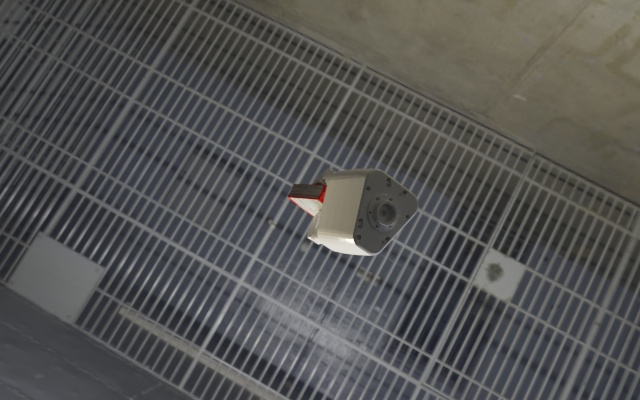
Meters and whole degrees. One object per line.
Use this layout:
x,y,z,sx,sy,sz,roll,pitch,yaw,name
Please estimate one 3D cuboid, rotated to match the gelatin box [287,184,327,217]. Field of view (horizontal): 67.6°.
0.000,0.003,0.787,0.073,0.030,0.089,37,-21,-34,gelatin box
